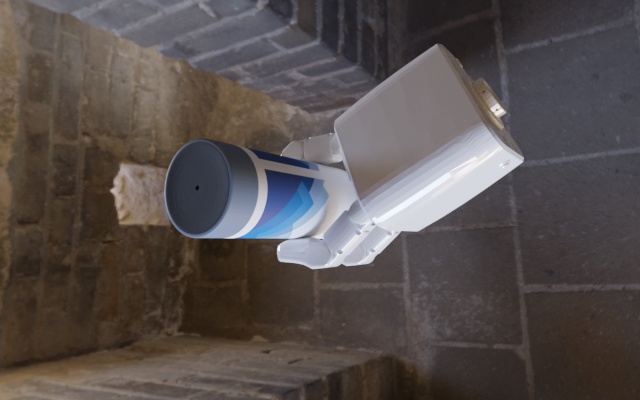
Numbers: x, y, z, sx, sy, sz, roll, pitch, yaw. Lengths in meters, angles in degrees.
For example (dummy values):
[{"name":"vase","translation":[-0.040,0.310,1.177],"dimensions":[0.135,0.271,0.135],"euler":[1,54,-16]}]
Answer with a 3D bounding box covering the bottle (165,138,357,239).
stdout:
[{"name":"bottle","translation":[0.000,0.001,0.437],"dimensions":[0.069,0.069,0.296],"euler":[0,-4,34]}]
